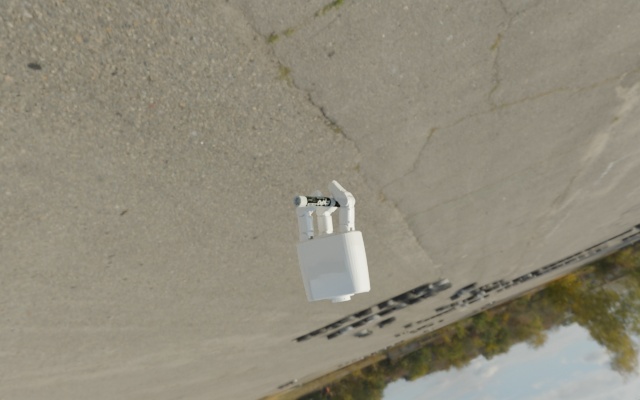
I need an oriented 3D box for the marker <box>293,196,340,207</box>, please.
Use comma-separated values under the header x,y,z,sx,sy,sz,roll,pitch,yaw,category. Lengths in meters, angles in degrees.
x,y,z,sx,sy,sz,roll,pitch,yaw,category
0.000,0.003,0.831,0.020,0.020,0.121,0,-1,40,marker
